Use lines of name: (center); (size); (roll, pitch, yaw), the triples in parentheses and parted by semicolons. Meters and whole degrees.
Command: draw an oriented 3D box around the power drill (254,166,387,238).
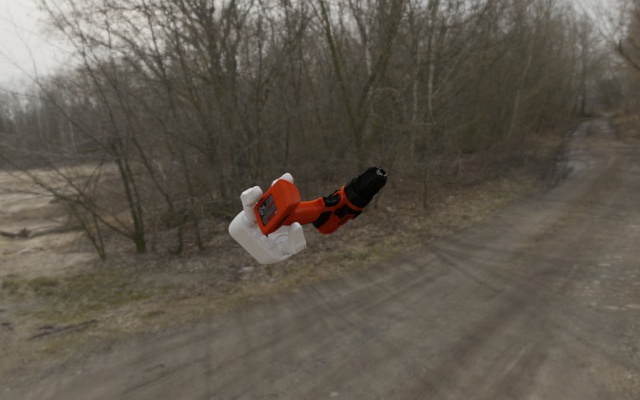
power drill: (0.000, 0.003, 0.792); (0.187, 0.057, 0.184); (0, -34, -39)
